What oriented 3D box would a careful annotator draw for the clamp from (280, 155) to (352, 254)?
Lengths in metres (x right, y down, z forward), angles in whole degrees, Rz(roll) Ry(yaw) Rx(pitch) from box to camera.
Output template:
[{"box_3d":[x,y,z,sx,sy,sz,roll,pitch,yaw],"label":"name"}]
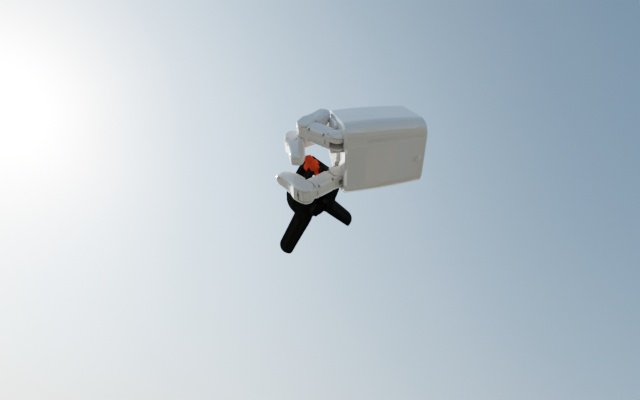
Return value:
[{"box_3d":[0.000,0.002,0.683,0.120,0.172,0.039,-24,56,-27],"label":"clamp"}]
